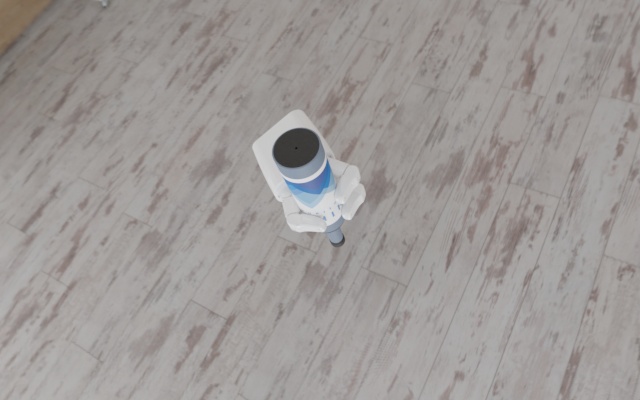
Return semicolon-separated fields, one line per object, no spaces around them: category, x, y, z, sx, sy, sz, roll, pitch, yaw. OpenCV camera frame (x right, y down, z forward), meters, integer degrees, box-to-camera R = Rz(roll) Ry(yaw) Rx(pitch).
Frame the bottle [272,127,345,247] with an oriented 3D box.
bottle;0.000;0.002;0.740;0.069;0.069;0.296;0;-29;14
